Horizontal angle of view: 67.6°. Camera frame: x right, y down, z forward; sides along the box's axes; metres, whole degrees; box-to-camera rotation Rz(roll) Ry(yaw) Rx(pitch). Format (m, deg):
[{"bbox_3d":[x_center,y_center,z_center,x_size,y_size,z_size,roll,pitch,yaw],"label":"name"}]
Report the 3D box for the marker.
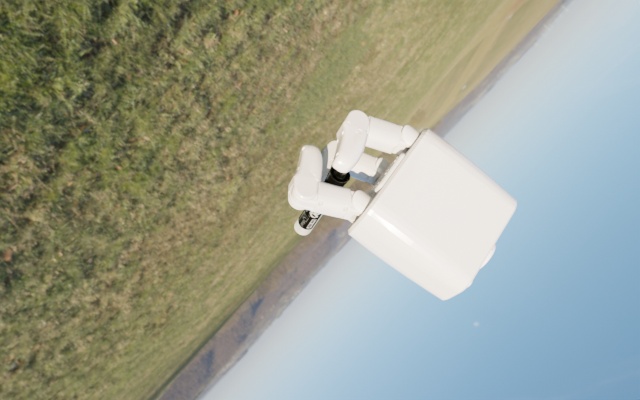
[{"bbox_3d":[0.000,0.001,0.450,0.020,0.020,0.121,0,-27,-20],"label":"marker"}]
